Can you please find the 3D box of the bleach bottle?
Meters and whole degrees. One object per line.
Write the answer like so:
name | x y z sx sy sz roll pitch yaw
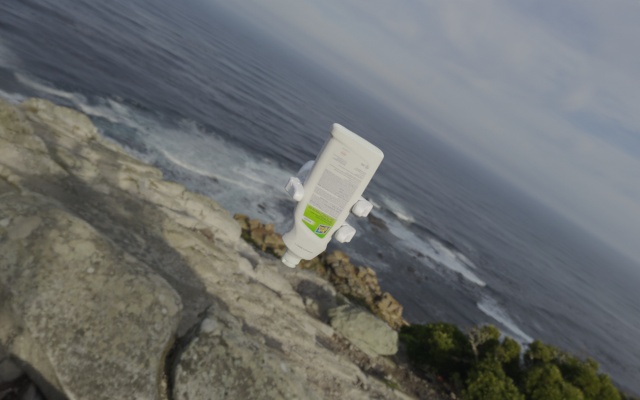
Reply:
bleach bottle | 0.000 0.003 0.808 0.102 0.251 0.068 31 15 -5
